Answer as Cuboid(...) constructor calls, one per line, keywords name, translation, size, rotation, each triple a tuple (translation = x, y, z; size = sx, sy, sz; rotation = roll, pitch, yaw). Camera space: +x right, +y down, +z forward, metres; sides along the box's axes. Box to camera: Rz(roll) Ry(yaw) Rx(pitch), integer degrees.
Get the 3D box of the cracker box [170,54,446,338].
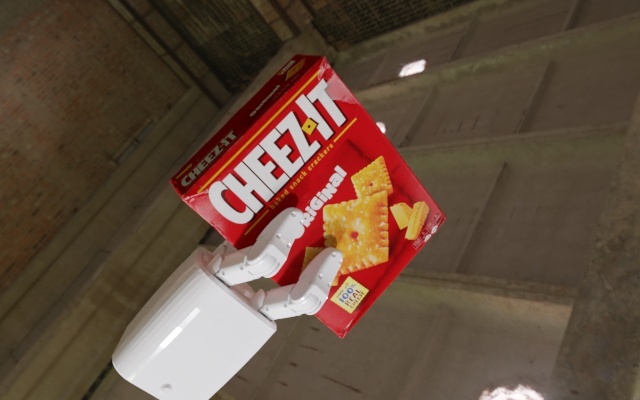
Cuboid(name="cracker box", translation=(0.000, 0.002, 0.445), size=(0.214, 0.164, 0.072), rotation=(47, -8, -29))
